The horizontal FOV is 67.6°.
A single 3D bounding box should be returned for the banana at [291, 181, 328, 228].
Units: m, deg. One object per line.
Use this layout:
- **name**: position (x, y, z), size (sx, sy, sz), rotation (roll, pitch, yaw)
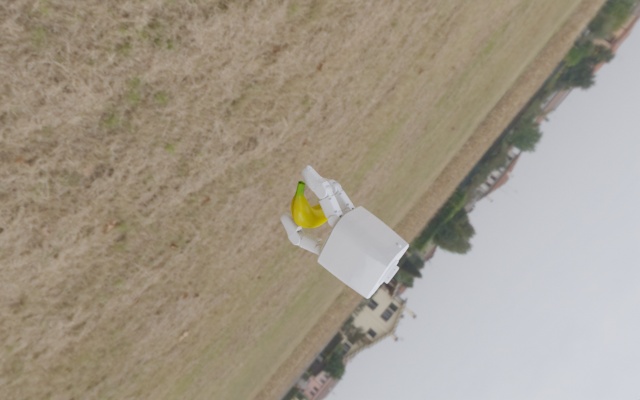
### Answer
- **banana**: position (-0.011, 0.018, 0.838), size (0.037, 0.069, 0.198), rotation (35, 2, 18)
